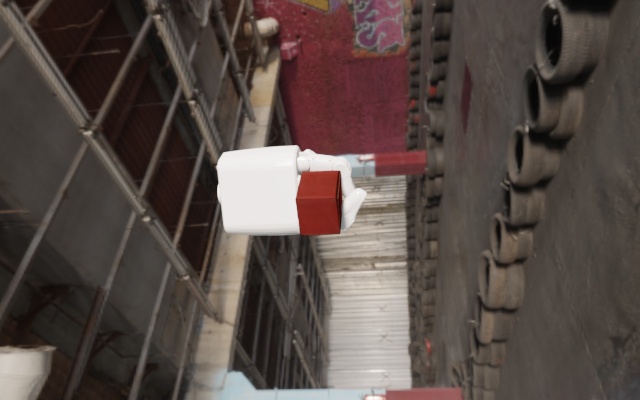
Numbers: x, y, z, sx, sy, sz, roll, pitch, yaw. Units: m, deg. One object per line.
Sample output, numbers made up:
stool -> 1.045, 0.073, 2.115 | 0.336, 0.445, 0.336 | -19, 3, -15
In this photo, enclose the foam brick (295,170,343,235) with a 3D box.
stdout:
foam brick -> 0.000, 0.002, 0.600 | 0.051, 0.053, 0.078 | -2, 29, 6
